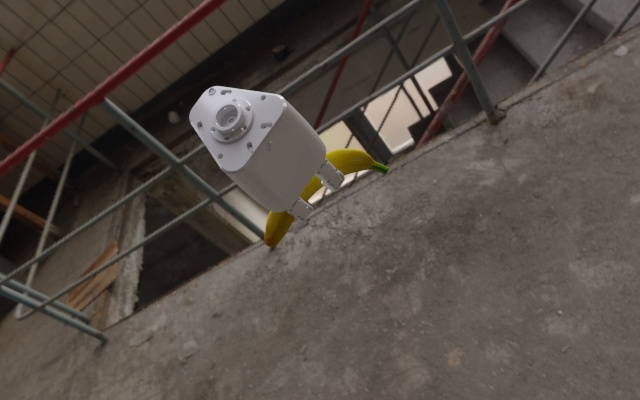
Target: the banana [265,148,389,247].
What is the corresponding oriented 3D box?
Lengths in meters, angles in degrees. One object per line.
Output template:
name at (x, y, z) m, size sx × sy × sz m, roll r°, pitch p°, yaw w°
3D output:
banana at (-0.007, -0.015, 0.649) m, size 0.198 × 0.069 × 0.037 m, roll -33°, pitch -8°, yaw 3°
